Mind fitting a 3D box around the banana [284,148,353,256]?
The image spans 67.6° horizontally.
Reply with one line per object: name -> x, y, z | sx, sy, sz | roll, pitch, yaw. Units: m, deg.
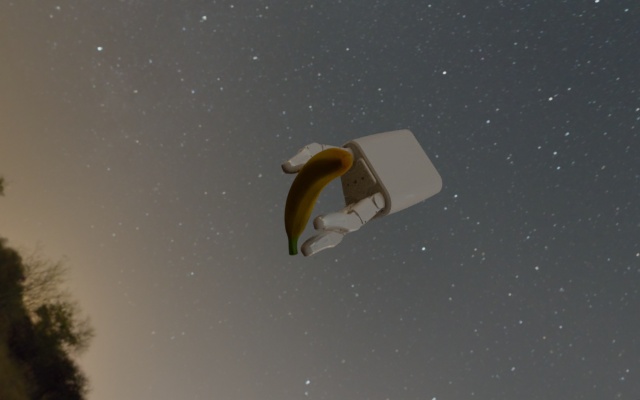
banana -> -0.008, -0.011, 0.588 | 0.037, 0.069, 0.198 | -10, -32, -29
